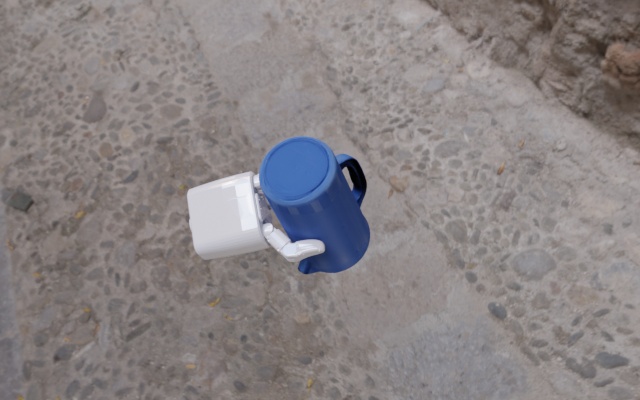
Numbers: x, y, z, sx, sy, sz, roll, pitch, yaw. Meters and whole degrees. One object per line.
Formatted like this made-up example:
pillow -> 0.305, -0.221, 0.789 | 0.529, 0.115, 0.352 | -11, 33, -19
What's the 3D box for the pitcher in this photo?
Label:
pitcher -> 0.000, 0.002, 0.731 | 0.145, 0.149, 0.243 | -12, -29, 8
